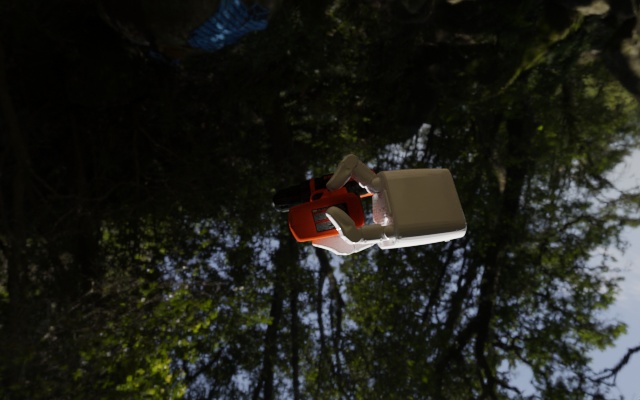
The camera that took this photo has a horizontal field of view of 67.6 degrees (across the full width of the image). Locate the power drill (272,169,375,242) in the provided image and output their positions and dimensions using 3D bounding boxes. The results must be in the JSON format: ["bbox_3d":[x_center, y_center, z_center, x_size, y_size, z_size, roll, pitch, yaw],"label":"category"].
[{"bbox_3d":[0.000,0.003,0.750,0.184,0.057,0.187,-14,16,9],"label":"power drill"}]
